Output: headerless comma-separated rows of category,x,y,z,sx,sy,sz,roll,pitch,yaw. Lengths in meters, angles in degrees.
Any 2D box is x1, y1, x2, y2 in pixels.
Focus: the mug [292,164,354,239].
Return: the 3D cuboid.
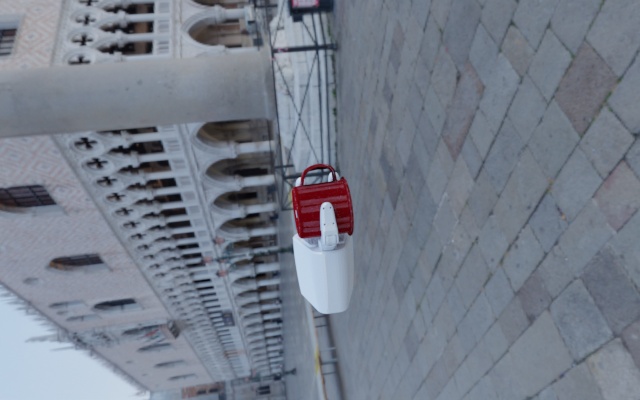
mug,0.000,0.001,0.731,0.081,0.117,0.093,-8,13,-7
